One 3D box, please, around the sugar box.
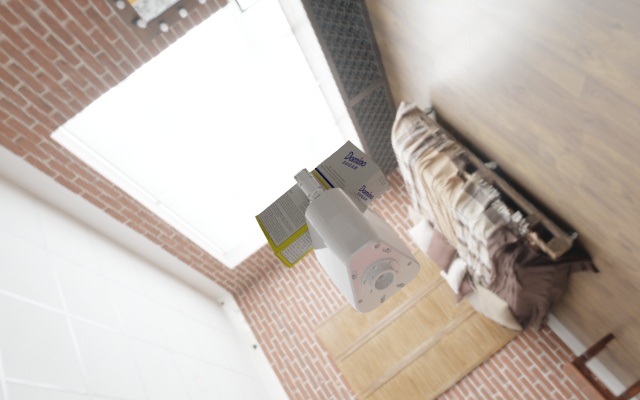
[{"bbox_3d":[0.000,0.003,0.653,0.176,0.048,0.093,-37,42,-2],"label":"sugar box"}]
